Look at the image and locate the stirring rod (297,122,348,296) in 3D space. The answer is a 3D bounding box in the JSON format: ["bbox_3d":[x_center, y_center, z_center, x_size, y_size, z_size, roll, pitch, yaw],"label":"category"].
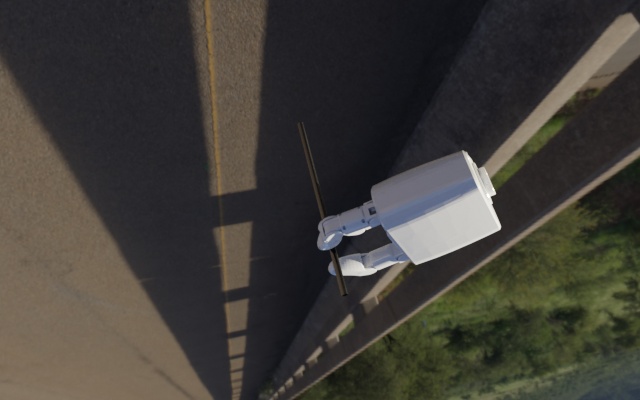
[{"bbox_3d":[0.000,0.002,0.590,0.011,0.239,0.011,-12,-26,-6],"label":"stirring rod"}]
